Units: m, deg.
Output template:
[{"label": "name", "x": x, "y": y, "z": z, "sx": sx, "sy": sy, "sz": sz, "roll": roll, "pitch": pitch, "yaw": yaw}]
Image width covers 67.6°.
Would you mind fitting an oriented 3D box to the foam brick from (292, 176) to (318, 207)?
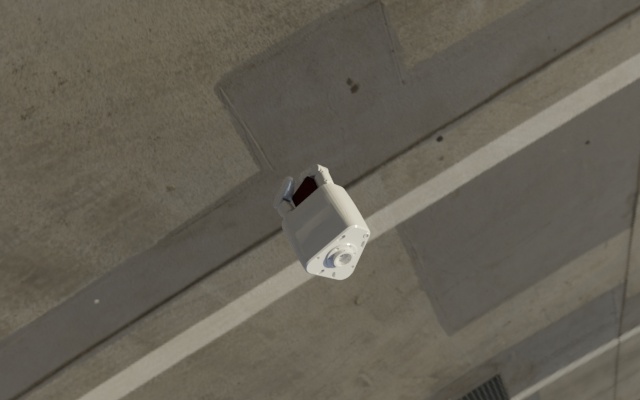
[{"label": "foam brick", "x": 0.000, "y": 0.003, "z": 0.816, "sx": 0.078, "sy": 0.053, "sz": 0.051, "roll": 19, "pitch": 28, "yaw": -37}]
